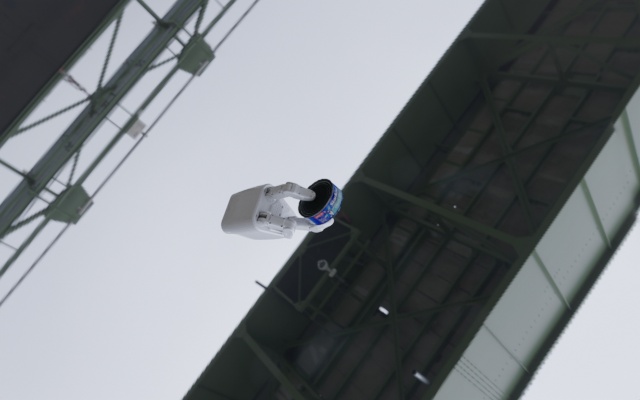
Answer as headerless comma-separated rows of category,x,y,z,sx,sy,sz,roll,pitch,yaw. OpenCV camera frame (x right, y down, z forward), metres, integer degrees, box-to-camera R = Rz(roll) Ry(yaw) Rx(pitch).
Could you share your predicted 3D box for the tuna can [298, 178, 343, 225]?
tuna can,0.001,0.003,0.894,0.086,0.086,0.034,0,-32,49
